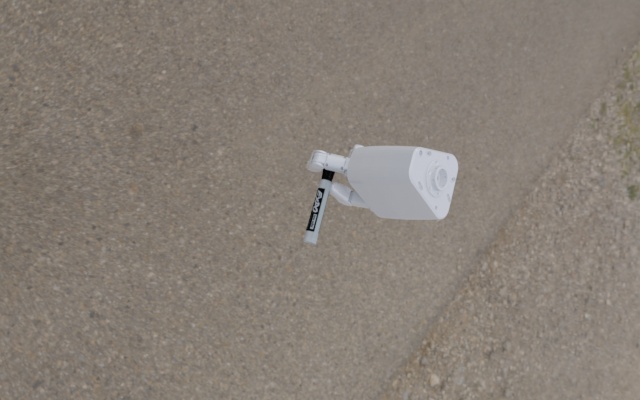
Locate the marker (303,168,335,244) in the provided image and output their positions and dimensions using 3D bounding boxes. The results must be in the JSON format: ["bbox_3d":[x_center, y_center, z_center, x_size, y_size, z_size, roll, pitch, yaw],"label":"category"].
[{"bbox_3d":[0.000,0.002,0.683,0.020,0.121,0.020,15,-11,3],"label":"marker"}]
